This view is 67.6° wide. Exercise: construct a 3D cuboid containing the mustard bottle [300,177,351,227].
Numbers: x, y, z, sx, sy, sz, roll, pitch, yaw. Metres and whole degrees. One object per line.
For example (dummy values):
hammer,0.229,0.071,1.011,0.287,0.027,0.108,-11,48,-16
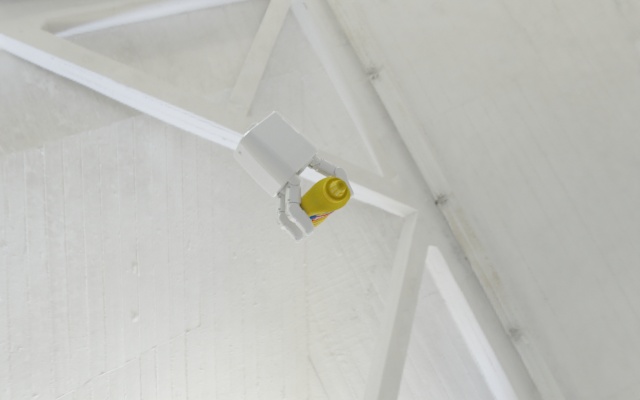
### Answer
mustard bottle,0.000,0.003,0.832,0.096,0.058,0.192,-21,-9,-25
